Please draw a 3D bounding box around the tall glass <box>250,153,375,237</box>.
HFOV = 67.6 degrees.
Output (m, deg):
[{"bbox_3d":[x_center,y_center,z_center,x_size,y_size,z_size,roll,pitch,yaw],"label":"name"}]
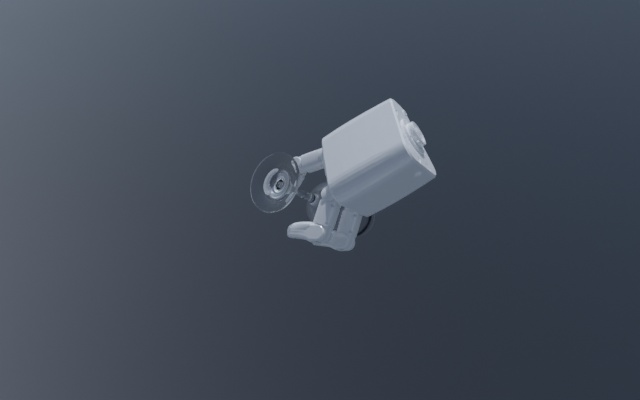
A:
[{"bbox_3d":[0.000,0.002,0.644,0.079,0.079,0.201,0,-14,34],"label":"tall glass"}]
